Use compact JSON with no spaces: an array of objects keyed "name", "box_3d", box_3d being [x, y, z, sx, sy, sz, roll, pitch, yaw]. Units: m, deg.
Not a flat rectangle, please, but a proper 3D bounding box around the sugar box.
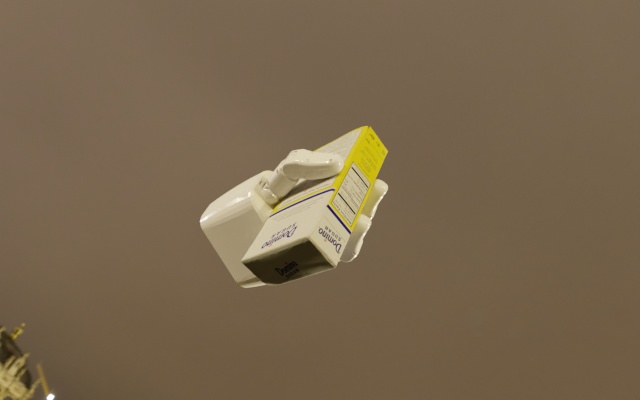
[{"name":"sugar box","box_3d":[0.000,0.002,0.477,0.093,0.048,0.176,-23,29,40]}]
